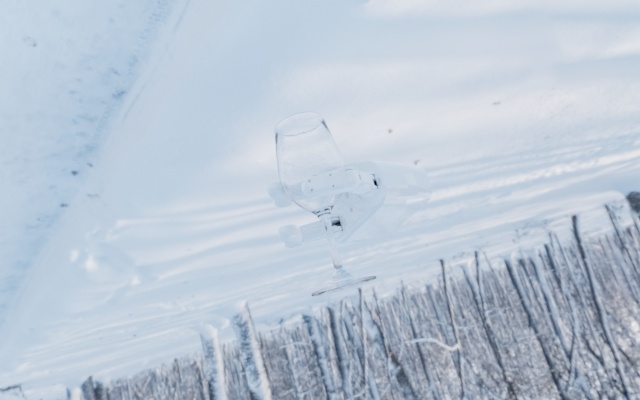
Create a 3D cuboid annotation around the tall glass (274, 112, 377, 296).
[{"bbox_3d":[0.000,0.002,0.546,0.079,0.201,0.079,-15,-14,-4],"label":"tall glass"}]
